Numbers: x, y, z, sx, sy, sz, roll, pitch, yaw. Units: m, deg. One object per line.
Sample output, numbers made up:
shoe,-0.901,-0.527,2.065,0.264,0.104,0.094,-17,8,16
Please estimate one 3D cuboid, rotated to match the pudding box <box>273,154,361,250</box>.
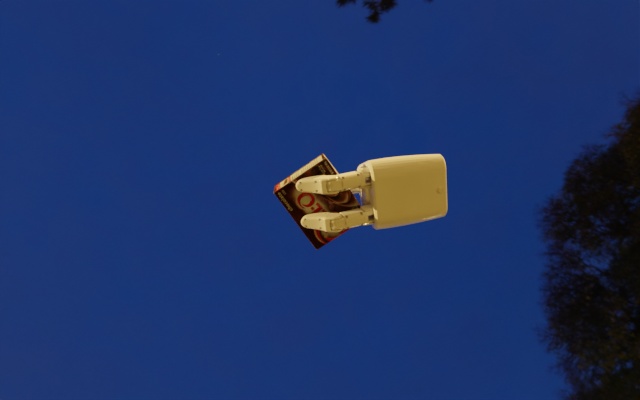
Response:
pudding box,0.000,0.002,0.691,0.090,0.113,0.039,-34,17,7
